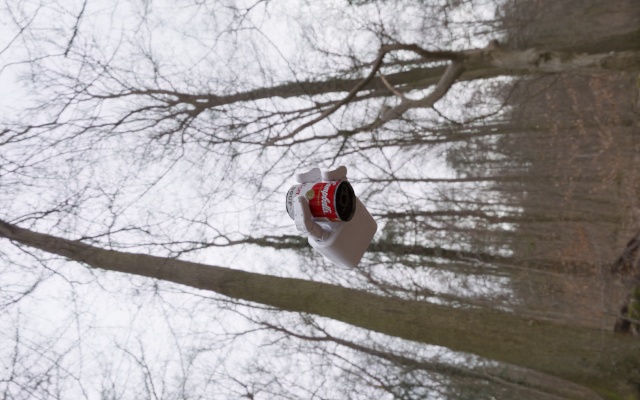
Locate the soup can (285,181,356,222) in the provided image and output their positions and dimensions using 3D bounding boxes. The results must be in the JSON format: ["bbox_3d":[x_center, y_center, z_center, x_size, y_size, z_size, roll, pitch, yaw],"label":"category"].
[{"bbox_3d":[0.000,0.003,0.810,0.102,0.068,0.068,-2,-1,34],"label":"soup can"}]
